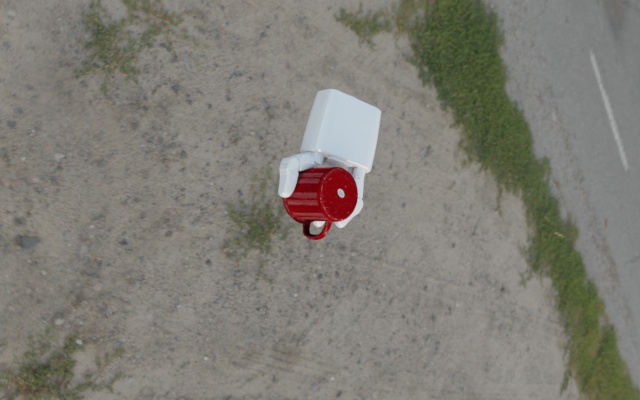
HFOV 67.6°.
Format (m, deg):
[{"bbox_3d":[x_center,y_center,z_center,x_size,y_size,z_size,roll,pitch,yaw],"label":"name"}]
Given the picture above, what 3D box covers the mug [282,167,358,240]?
[{"bbox_3d":[0.000,0.004,0.725,0.093,0.117,0.081,20,-13,-40],"label":"mug"}]
